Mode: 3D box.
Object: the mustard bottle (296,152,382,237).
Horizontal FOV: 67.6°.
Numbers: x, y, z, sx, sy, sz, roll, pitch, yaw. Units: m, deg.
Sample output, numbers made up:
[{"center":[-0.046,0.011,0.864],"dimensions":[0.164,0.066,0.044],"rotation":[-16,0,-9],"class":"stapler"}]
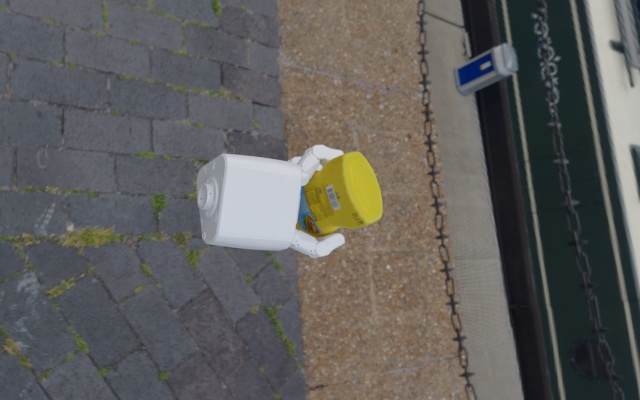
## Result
[{"center":[0.001,0.002,0.677],"dimensions":[0.058,0.096,0.192],"rotation":[-21,1,-38],"class":"mustard bottle"}]
